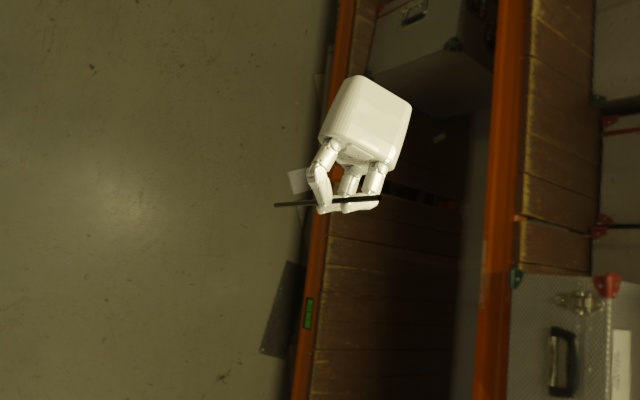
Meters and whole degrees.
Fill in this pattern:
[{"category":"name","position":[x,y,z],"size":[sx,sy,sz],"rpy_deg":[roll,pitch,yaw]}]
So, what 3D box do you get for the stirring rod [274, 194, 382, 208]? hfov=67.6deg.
[{"category":"stirring rod","position":[0.000,0.002,0.683],"size":[0.011,0.011,0.239],"rpy_deg":[0,-3,-37]}]
